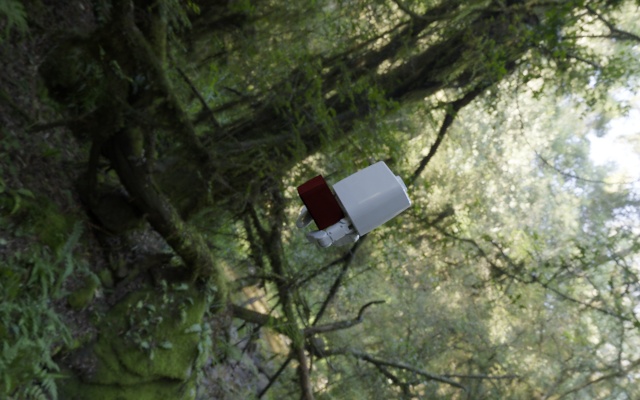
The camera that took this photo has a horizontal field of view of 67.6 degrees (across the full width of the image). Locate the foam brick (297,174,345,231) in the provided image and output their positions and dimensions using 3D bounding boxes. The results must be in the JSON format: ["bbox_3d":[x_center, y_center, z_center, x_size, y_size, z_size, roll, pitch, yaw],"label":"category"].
[{"bbox_3d":[0.000,0.003,0.834,0.051,0.078,0.053,-29,22,2],"label":"foam brick"}]
